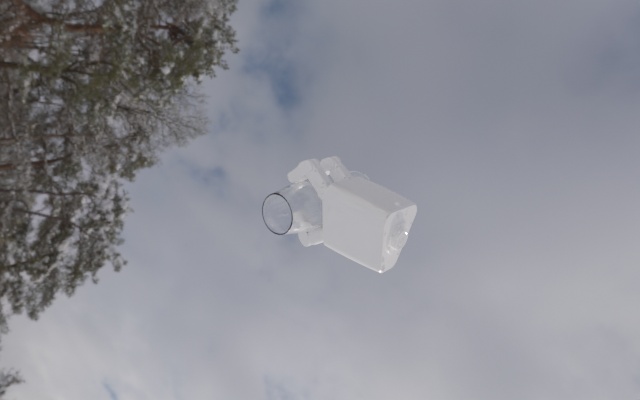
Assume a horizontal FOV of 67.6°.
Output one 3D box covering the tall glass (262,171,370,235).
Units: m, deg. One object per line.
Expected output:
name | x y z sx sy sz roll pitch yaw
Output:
tall glass | 0.000 0.002 0.760 0.079 0.079 0.201 0 10 40
